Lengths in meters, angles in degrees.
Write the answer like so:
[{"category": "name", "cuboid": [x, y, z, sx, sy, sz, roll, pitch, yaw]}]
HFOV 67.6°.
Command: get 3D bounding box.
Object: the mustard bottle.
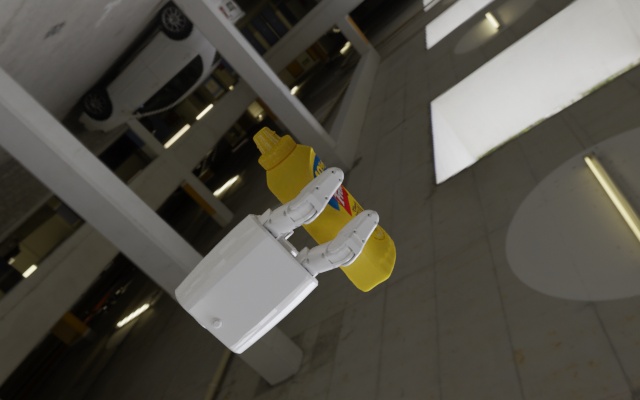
[{"category": "mustard bottle", "cuboid": [0.001, 0.002, 0.498, 0.058, 0.192, 0.096, -36, 18, 19]}]
